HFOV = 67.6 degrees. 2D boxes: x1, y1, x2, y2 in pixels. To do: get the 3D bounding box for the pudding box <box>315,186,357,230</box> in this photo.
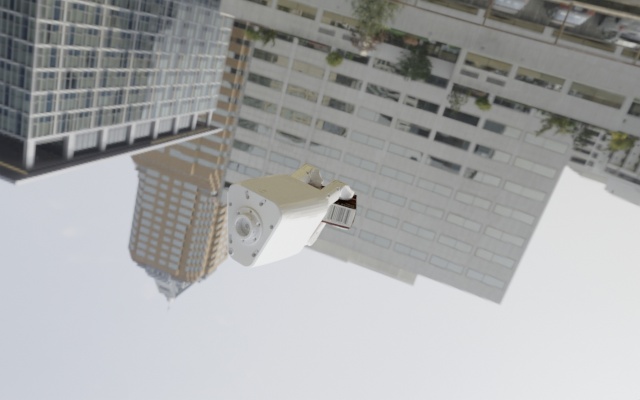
[{"bbox_3d":[0.000,0.003,0.755,0.113,0.039,0.090,18,16,0],"label":"pudding box"}]
